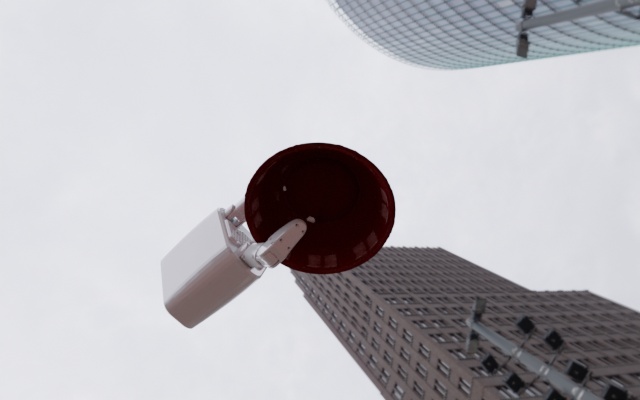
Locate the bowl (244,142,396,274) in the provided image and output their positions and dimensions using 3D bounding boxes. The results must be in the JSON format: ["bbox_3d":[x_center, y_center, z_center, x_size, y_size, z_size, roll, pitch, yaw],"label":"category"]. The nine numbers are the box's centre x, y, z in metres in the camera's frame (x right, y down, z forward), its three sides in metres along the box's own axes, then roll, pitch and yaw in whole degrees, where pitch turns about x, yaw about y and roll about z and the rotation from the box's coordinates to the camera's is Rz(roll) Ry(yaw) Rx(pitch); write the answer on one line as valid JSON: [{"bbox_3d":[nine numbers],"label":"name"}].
[{"bbox_3d":[0.001,0.001,0.529,0.162,0.162,0.055,0,29,4],"label":"bowl"}]
